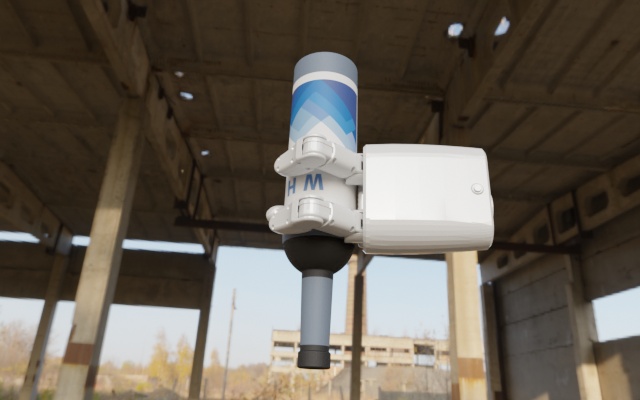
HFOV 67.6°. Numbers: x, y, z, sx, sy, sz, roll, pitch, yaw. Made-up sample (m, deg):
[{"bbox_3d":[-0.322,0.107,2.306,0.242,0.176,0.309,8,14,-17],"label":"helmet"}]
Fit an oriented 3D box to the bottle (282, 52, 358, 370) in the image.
[{"bbox_3d":[0.000,0.001,0.446,0.069,0.295,0.069,2,-22,1],"label":"bottle"}]
